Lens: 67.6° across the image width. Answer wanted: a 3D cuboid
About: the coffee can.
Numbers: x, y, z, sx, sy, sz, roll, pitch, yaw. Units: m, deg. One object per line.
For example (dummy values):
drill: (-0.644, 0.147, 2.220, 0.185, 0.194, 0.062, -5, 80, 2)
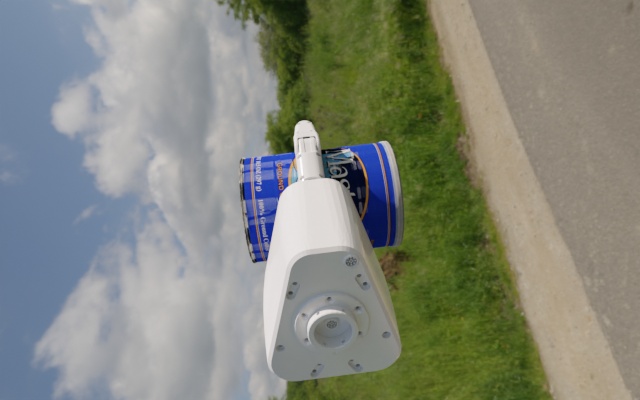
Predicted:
coffee can: (0.000, 0.001, 0.461, 0.140, 0.103, 0.103, -7, 0, -2)
